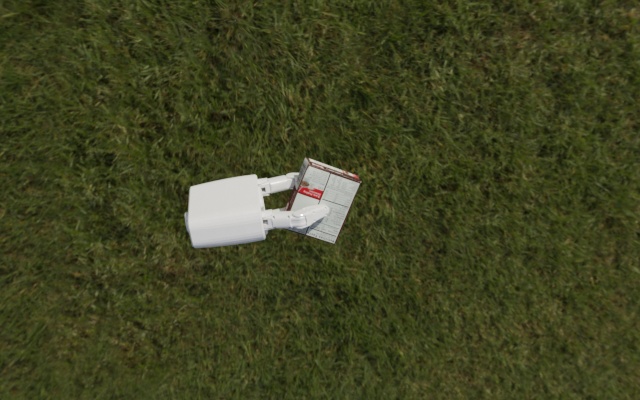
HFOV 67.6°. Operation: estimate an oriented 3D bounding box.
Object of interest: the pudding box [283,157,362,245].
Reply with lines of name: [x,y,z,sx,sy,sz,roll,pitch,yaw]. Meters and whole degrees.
pudding box: [0.000,0.002,0.732,0.090,0.113,0.039,18,17,-14]
